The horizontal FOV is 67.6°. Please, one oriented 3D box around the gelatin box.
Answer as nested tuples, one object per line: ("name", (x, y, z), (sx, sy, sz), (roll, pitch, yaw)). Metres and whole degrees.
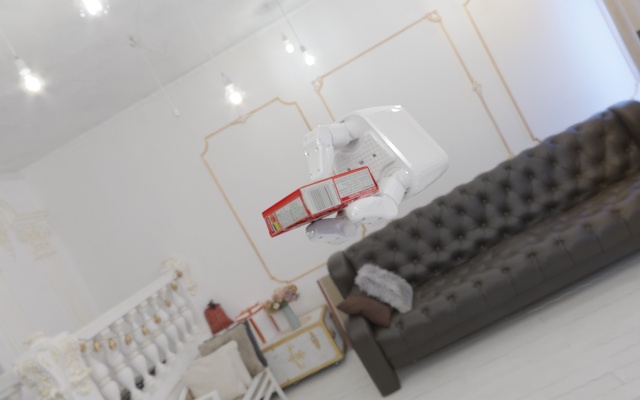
("gelatin box", (0.000, 0.001, 0.452), (0.089, 0.030, 0.073), (-20, -6, -39))
